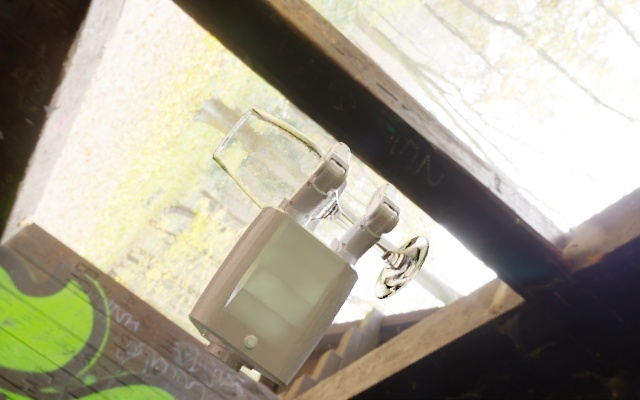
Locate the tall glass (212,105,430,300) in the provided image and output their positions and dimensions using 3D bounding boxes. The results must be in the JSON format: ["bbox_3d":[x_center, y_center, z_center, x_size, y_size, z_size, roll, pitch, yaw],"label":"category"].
[{"bbox_3d":[0.001,0.002,0.434,0.201,0.079,0.079,39,-7,-9],"label":"tall glass"}]
